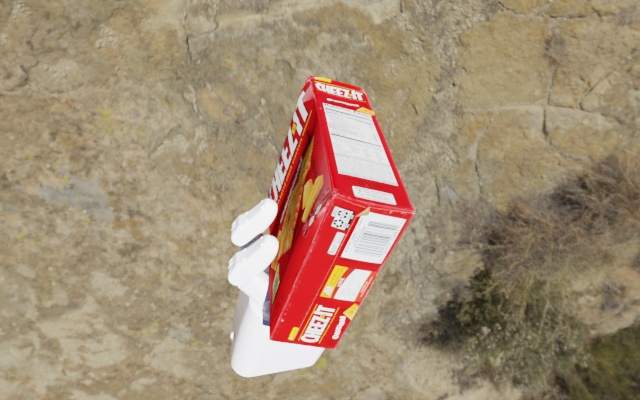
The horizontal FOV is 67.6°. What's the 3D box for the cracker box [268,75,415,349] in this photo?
[{"bbox_3d":[0.000,0.002,0.454,0.072,0.164,0.213,12,34,-16],"label":"cracker box"}]
